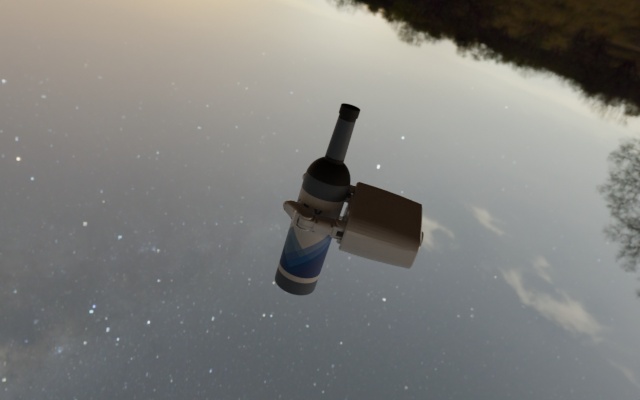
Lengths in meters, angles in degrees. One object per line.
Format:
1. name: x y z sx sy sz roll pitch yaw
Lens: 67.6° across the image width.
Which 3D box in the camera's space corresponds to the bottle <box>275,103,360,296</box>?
1. bottle: 0.000 0.002 0.700 0.069 0.296 0.069 15 24 -7
